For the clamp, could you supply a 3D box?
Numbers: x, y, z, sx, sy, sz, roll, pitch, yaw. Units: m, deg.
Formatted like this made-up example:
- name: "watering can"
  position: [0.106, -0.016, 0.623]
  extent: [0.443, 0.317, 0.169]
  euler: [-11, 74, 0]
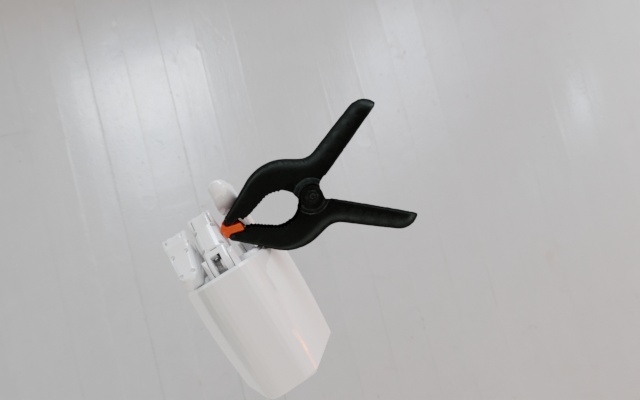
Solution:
- name: "clamp"
  position: [0.000, 0.001, 0.418]
  extent: [0.171, 0.120, 0.039]
  euler: [-31, 2, -3]
